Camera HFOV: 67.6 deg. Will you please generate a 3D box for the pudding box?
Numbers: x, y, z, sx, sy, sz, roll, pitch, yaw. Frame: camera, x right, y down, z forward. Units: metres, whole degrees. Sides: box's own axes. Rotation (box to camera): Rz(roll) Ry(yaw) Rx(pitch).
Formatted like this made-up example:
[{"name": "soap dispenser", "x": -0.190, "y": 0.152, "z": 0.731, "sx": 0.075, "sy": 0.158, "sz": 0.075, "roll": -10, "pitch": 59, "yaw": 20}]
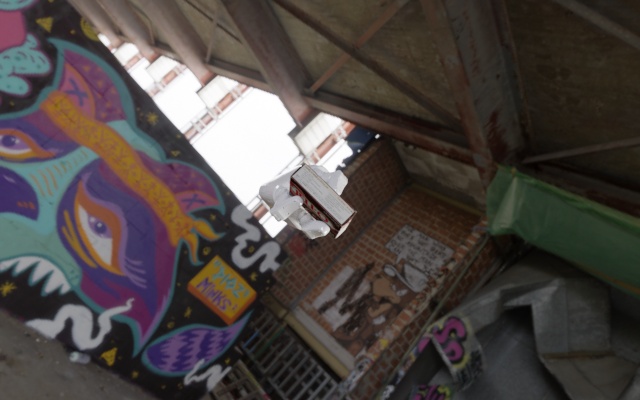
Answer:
[{"name": "pudding box", "x": 0.000, "y": 0.002, "z": 0.755, "sx": 0.113, "sy": 0.039, "sz": 0.090, "roll": 42, "pitch": -14, "yaw": 7}]
